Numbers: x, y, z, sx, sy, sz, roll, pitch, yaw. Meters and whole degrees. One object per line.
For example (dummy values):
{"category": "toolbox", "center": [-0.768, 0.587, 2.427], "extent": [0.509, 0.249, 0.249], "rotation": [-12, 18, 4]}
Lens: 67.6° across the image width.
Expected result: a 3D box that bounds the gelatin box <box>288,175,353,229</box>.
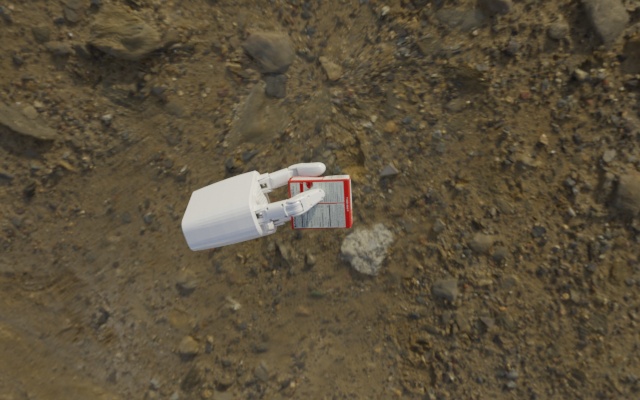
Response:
{"category": "gelatin box", "center": [0.000, 0.002, 0.688], "extent": [0.089, 0.073, 0.030], "rotation": [-2, 16, 8]}
